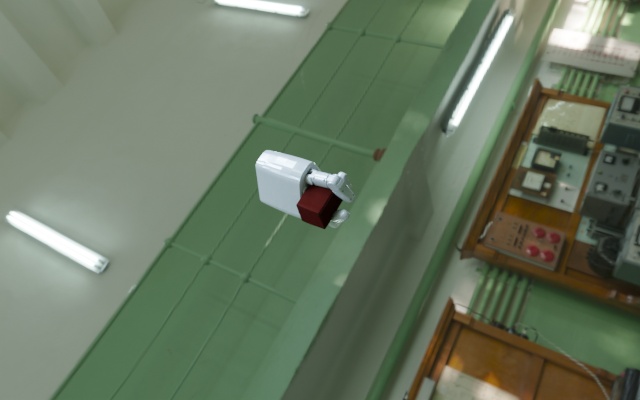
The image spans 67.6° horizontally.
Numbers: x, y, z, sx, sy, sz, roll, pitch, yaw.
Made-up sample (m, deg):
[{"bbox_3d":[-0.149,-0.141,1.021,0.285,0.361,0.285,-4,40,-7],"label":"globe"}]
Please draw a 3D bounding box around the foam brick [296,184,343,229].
[{"bbox_3d":[0.000,0.003,0.872,0.051,0.078,0.053,19,-30,25],"label":"foam brick"}]
